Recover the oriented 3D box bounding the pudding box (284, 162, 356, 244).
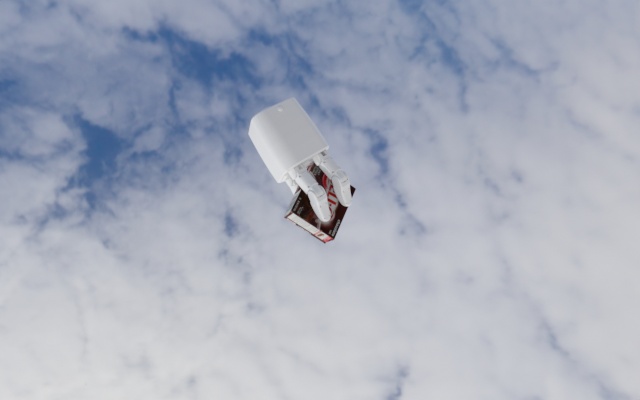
[{"bbox_3d":[0.000,0.003,0.813,0.090,0.113,0.039,33,-29,-15],"label":"pudding box"}]
